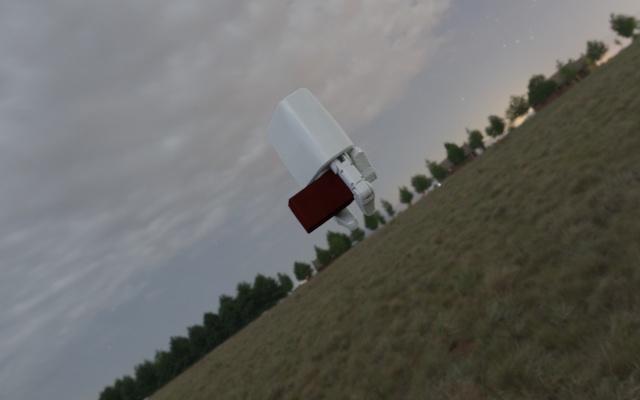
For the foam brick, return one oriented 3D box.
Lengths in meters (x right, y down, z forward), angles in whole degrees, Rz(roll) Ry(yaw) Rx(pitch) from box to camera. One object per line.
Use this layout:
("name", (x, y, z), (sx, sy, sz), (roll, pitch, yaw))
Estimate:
("foam brick", (0.000, 0.002, 0.654), (0.078, 0.051, 0.053), (-36, -5, -10))
